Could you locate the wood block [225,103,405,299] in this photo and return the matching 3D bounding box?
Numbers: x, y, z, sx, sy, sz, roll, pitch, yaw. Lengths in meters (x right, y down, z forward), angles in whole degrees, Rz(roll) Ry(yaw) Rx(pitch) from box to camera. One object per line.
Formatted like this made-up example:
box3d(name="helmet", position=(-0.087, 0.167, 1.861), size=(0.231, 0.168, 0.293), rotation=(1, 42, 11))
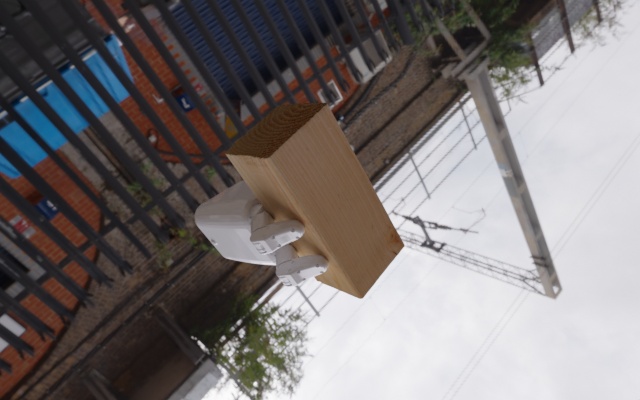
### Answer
box3d(name="wood block", position=(0.000, 0.002, 0.539), size=(0.090, 0.206, 0.090), rotation=(11, 51, 50))
